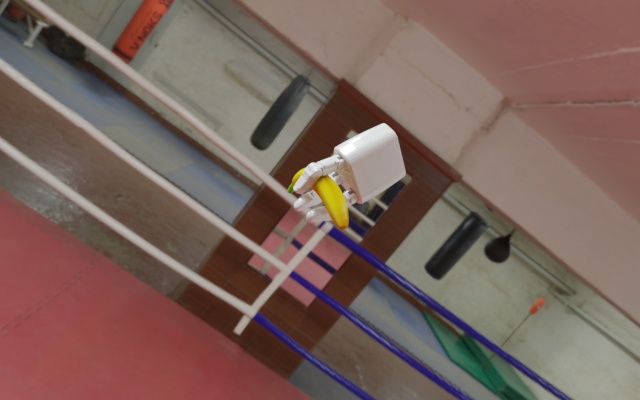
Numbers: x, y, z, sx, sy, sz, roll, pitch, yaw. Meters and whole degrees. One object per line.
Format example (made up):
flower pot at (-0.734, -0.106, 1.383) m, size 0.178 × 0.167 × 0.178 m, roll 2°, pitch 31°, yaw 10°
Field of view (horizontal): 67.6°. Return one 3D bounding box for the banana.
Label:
banana at (0.000, -0.016, 0.842) m, size 0.037 × 0.070 × 0.197 m, roll -5°, pitch 22°, yaw -29°
